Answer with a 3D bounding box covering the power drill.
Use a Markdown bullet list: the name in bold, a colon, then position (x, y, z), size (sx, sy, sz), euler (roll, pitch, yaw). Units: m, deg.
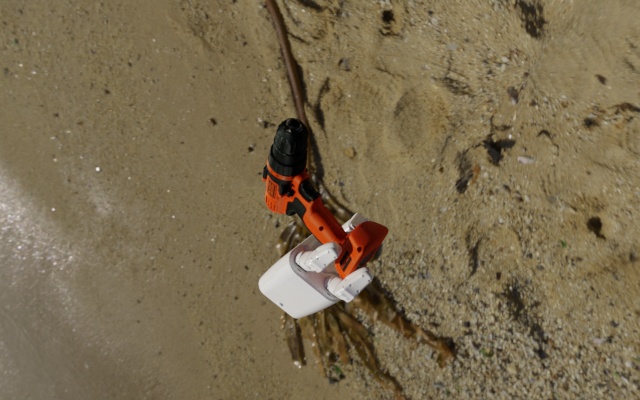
- **power drill**: position (0.000, 0.003, 0.623), size (0.057, 0.187, 0.184), euler (-35, -19, -26)
